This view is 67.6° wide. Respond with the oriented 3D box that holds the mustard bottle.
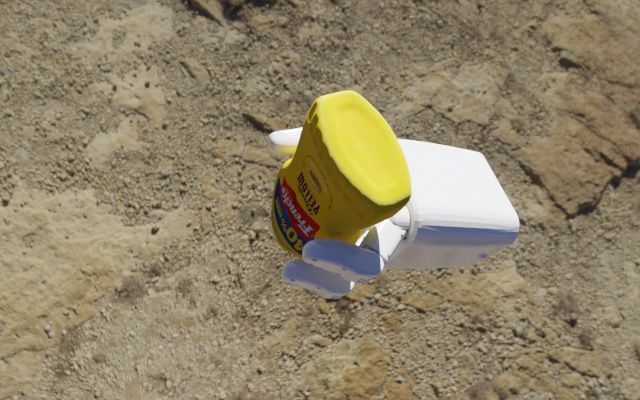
[{"bbox_3d":[0.000,0.001,0.403,0.058,0.096,0.192,-21,-16,-28],"label":"mustard bottle"}]
